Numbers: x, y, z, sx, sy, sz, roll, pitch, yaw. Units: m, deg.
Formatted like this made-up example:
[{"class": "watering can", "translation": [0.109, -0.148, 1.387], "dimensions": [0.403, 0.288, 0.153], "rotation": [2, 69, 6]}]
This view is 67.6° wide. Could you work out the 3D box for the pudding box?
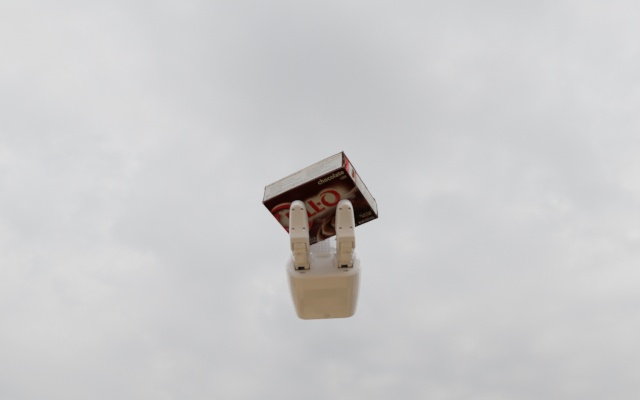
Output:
[{"class": "pudding box", "translation": [0.000, 0.002, 0.578], "dimensions": [0.113, 0.090, 0.039], "rotation": [-25, 37, 18]}]
